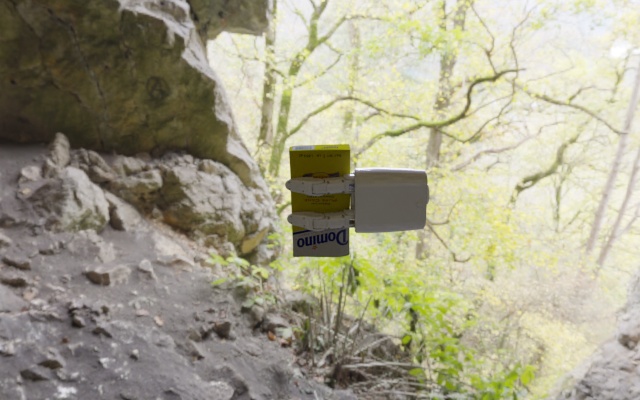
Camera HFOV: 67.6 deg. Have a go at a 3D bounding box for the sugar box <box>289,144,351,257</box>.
[{"bbox_3d":[0.000,0.003,0.743,0.093,0.176,0.048,-1,18,1],"label":"sugar box"}]
